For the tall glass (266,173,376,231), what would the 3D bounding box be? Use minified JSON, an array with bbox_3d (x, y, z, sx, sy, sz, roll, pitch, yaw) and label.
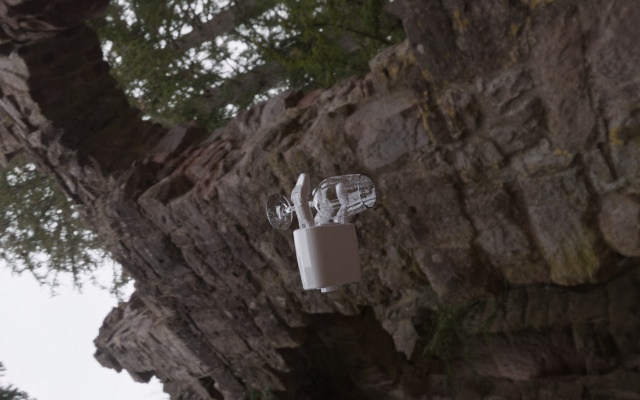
[{"bbox_3d":[0.000,0.003,0.872,0.201,0.079,0.079,-14,-8,34],"label":"tall glass"}]
